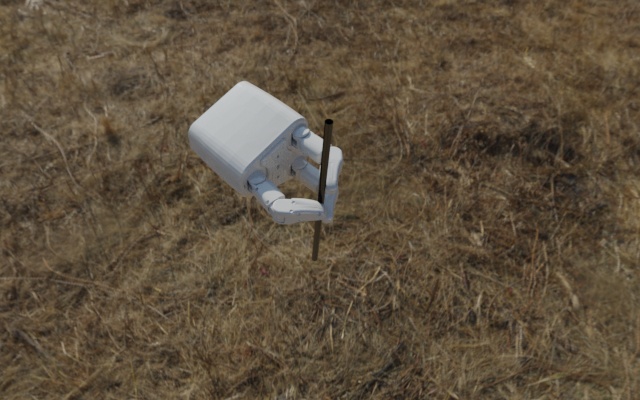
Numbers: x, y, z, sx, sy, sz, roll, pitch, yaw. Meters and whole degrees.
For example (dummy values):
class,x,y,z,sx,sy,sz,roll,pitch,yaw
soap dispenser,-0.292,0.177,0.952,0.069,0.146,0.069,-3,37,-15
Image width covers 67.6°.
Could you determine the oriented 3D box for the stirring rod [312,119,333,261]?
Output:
class,x,y,z,sx,sy,sz,roll,pitch,yaw
stirring rod,0.000,0.002,0.537,0.011,0.011,0.240,0,-38,-5
